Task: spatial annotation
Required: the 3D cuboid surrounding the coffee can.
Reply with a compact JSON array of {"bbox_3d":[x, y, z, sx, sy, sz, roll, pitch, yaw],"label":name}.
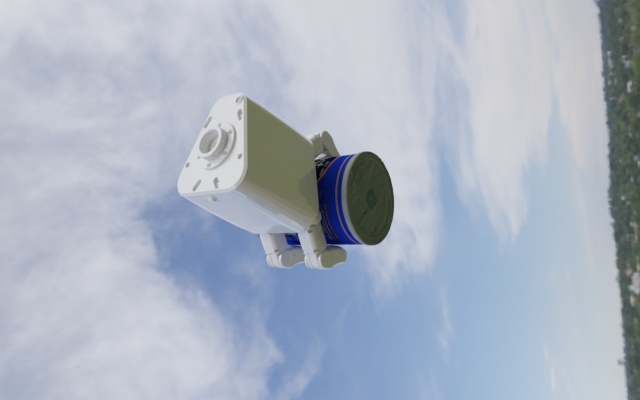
[{"bbox_3d":[0.000,0.002,0.556,0.140,0.103,0.103,-4,-3,36],"label":"coffee can"}]
